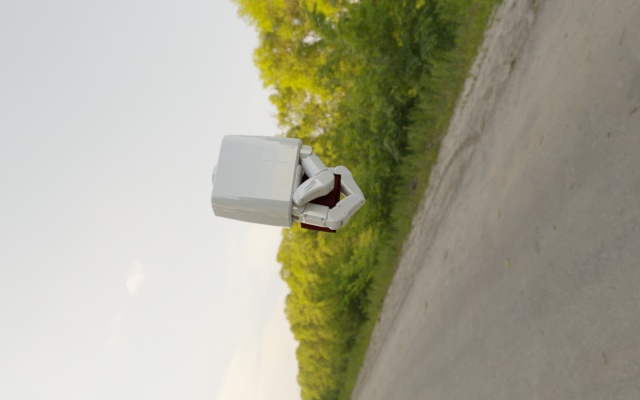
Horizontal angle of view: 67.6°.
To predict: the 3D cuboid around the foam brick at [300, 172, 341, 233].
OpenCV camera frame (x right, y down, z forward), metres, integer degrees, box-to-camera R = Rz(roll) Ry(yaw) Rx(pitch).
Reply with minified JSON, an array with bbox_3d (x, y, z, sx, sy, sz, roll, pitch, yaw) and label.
[{"bbox_3d":[0.000,0.002,0.662,0.051,0.053,0.078,6,-32,4],"label":"foam brick"}]
